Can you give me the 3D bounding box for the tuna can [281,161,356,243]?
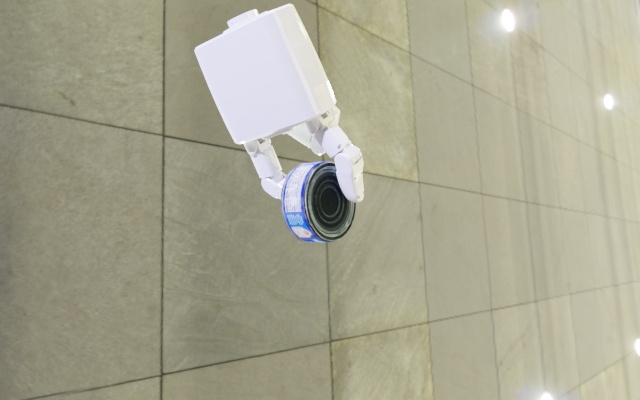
[{"bbox_3d":[0.001,0.002,0.502,0.034,0.086,0.086,-3,-2,41],"label":"tuna can"}]
